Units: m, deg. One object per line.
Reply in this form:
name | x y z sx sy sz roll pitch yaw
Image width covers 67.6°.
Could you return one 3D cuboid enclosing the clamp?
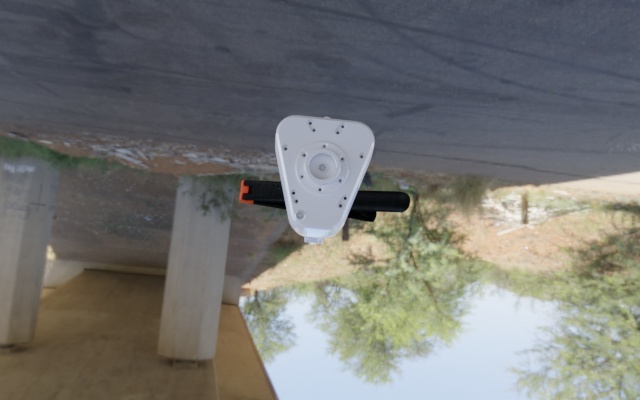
clamp | -0.001 0.003 0.639 0.210 0.036 0.164 6 -9 -1
